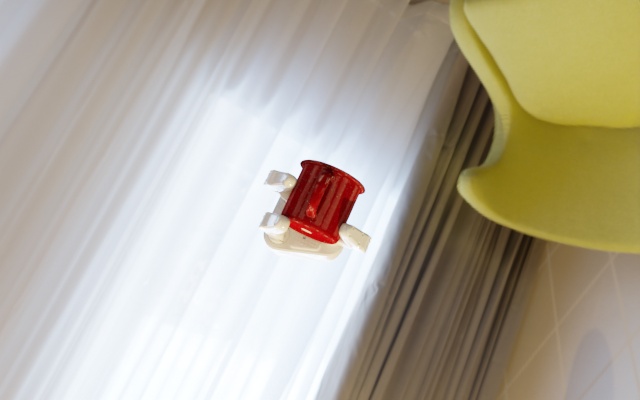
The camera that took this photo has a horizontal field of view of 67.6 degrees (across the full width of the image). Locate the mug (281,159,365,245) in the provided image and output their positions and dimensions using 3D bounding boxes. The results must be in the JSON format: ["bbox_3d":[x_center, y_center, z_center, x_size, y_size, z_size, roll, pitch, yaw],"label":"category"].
[{"bbox_3d":[0.000,0.002,0.603,0.093,0.081,0.117,24,-13,4],"label":"mug"}]
